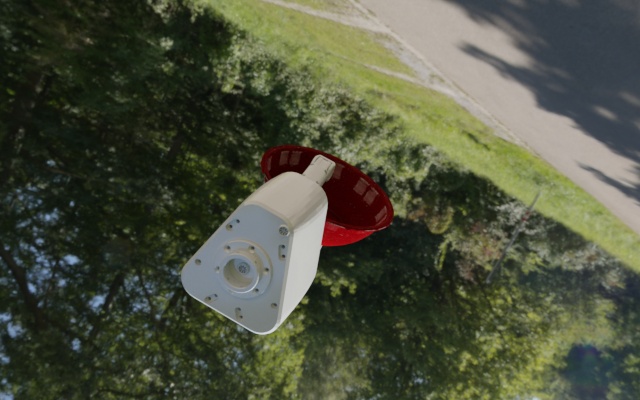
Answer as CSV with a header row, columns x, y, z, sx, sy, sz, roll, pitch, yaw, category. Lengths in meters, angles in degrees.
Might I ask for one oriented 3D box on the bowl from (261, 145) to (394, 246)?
x,y,z,sx,sy,sz,roll,pitch,yaw,category
0.001,0.002,0.548,0.162,0.055,0.162,20,29,-11,bowl
